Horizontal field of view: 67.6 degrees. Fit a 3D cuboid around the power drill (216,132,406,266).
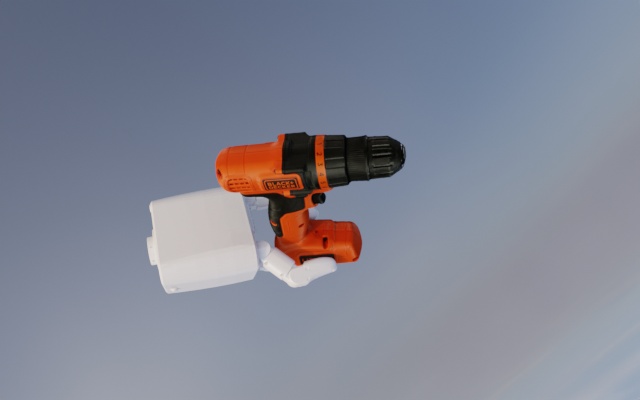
[{"bbox_3d":[0.000,0.002,0.517,0.184,0.057,0.188,-3,-37,9],"label":"power drill"}]
